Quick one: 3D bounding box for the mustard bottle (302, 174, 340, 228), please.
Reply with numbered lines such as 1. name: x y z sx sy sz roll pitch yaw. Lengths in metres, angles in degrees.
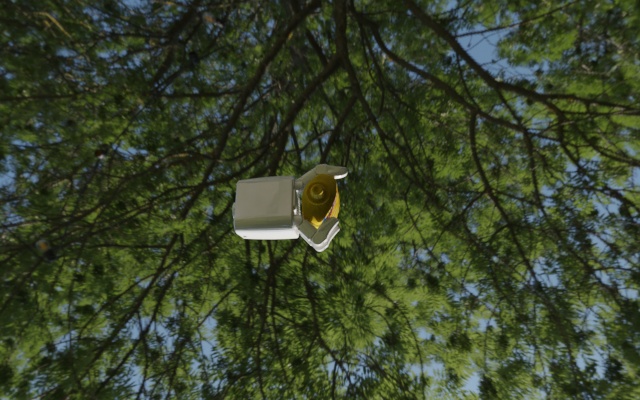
1. mustard bottle: 0.000 0.003 0.879 0.058 0.096 0.192 21 -11 9
